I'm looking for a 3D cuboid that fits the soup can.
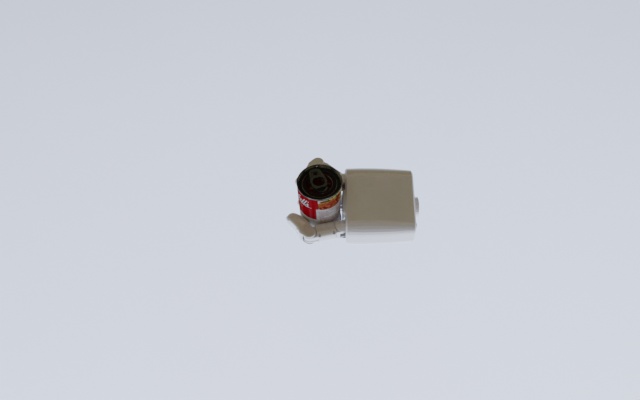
[{"bbox_3d":[0.000,0.003,0.739,0.068,0.068,0.102,0,-37,2],"label":"soup can"}]
